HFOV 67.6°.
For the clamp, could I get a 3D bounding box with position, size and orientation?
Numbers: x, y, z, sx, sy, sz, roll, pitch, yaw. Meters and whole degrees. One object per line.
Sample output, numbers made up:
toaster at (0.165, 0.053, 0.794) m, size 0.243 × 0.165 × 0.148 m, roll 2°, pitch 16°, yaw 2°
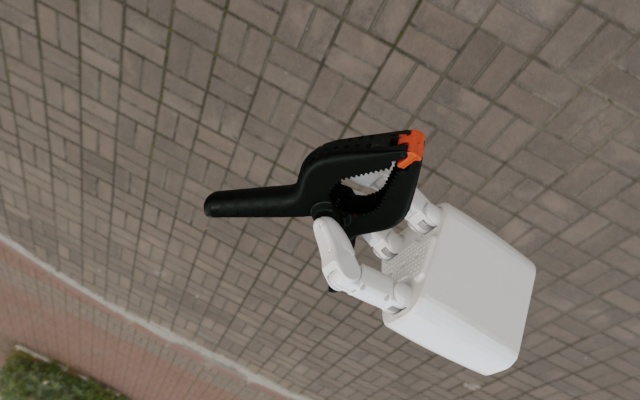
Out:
clamp at (0.000, 0.002, 0.404) m, size 0.164 × 0.036 × 0.210 m, roll 29°, pitch -42°, yaw -14°
